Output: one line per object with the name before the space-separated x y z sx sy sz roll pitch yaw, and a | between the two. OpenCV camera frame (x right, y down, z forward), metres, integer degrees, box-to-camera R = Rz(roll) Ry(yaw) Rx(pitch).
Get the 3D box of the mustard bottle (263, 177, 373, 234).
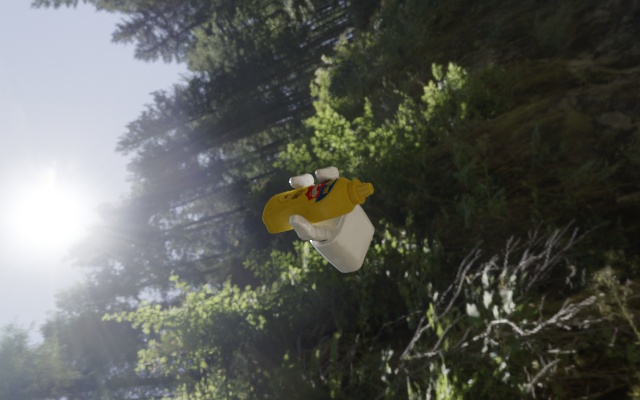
mustard bottle | 0.000 0.002 0.813 0.191 0.058 0.096 -14 21 27
